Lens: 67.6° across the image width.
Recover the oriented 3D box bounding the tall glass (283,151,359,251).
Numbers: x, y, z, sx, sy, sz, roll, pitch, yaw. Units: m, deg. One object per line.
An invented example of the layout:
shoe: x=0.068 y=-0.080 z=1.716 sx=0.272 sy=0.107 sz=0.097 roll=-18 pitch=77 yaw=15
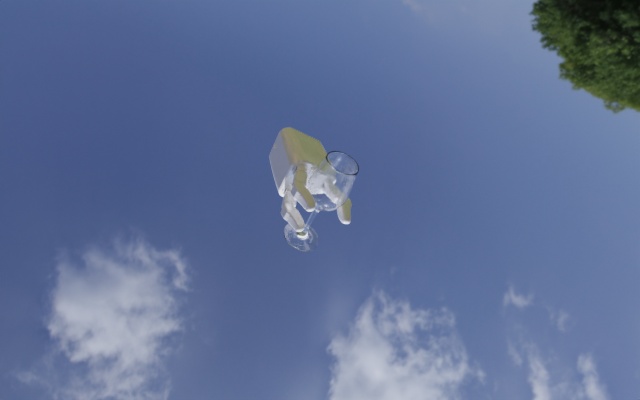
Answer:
tall glass: x=0.000 y=0.003 z=0.881 sx=0.079 sy=0.079 sz=0.201 roll=0 pitch=-43 yaw=-32
